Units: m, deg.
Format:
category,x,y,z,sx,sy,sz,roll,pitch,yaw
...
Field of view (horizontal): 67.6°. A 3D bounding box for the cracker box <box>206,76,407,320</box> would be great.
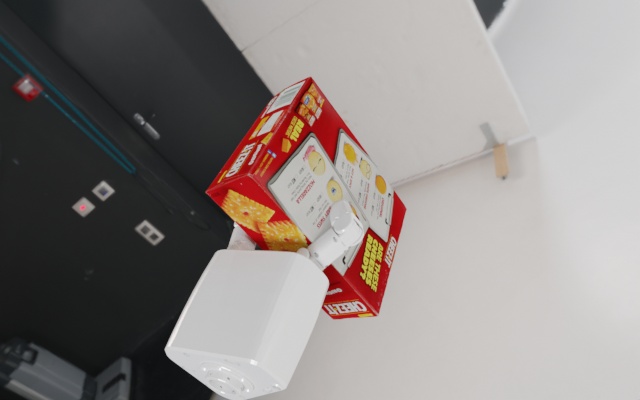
category,x,y,z,sx,sy,sz,roll,pitch,yaw
cracker box,0.000,0.002,0.522,0.072,0.164,0.214,-16,-54,37
